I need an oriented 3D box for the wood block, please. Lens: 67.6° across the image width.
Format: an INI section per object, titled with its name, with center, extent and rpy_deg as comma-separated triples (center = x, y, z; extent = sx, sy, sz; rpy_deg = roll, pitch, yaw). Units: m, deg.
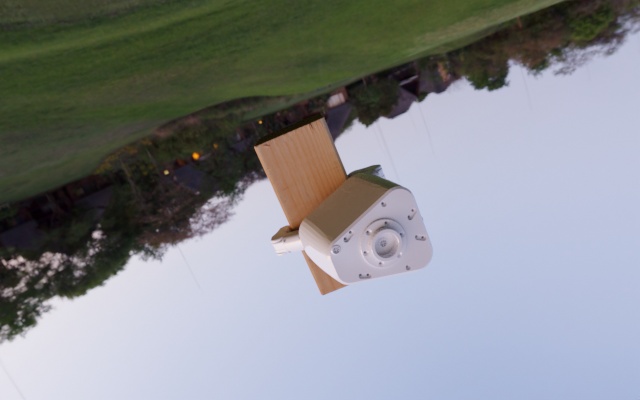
[wood block]
center = 0.000, 0.002, 0.616
extent = 0.091, 0.206, 0.090
rpy_deg = -22, 14, 2
